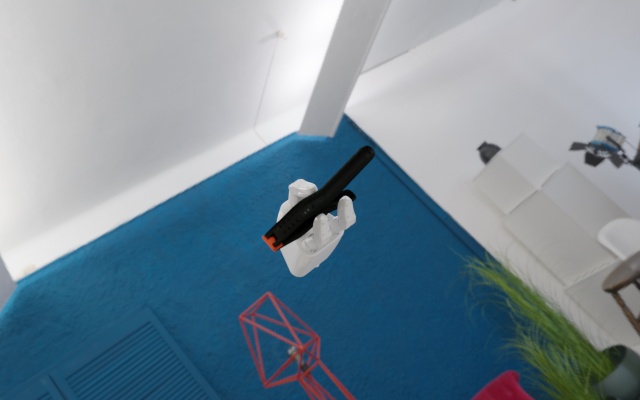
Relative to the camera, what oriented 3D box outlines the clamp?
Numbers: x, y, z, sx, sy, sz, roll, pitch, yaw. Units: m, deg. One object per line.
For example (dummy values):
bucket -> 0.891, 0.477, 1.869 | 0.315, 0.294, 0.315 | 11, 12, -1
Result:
clamp -> -0.001, 0.002, 0.750 | 0.210, 0.036, 0.165 | -35, -18, -29
